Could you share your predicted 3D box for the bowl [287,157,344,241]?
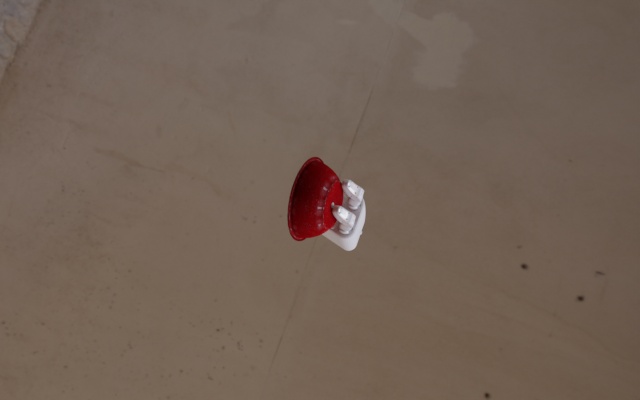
[{"bbox_3d":[0.000,0.003,0.881,0.055,0.162,0.162,13,5,22],"label":"bowl"}]
